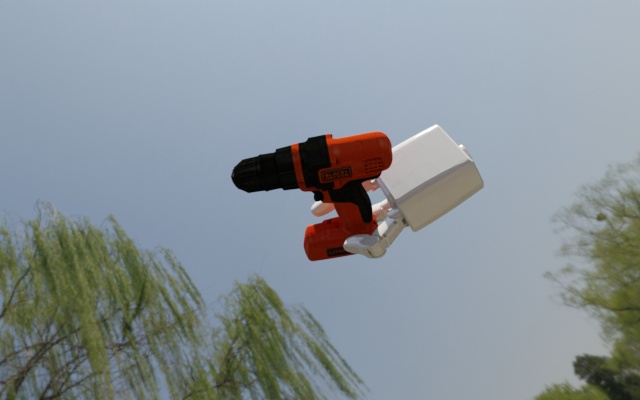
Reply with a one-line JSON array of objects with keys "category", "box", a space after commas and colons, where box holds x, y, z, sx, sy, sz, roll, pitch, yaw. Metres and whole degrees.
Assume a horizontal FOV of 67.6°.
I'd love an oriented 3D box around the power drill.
[{"category": "power drill", "box": [0.000, 0.002, 0.593, 0.184, 0.057, 0.188, -9, -39, 4]}]
